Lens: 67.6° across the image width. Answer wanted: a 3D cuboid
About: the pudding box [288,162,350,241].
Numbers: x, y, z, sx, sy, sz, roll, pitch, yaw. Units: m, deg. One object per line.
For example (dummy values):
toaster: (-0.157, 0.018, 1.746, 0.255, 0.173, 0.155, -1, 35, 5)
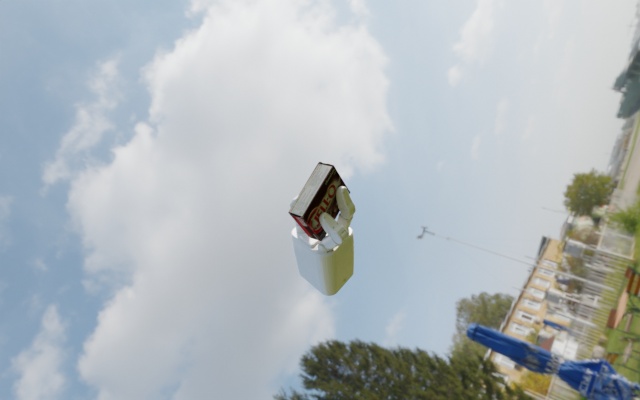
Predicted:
pudding box: (0.000, 0.003, 0.845, 0.039, 0.113, 0.090, 16, -22, 32)
